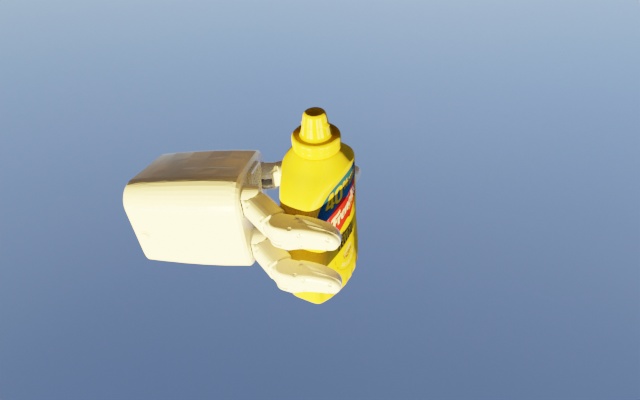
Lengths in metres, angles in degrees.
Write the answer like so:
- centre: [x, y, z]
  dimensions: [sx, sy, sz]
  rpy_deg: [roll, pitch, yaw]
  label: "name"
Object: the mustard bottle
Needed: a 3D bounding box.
- centre: [0.000, 0.002, 0.442]
  dimensions: [0.058, 0.192, 0.096]
  rpy_deg: [18, 46, 24]
  label: "mustard bottle"
